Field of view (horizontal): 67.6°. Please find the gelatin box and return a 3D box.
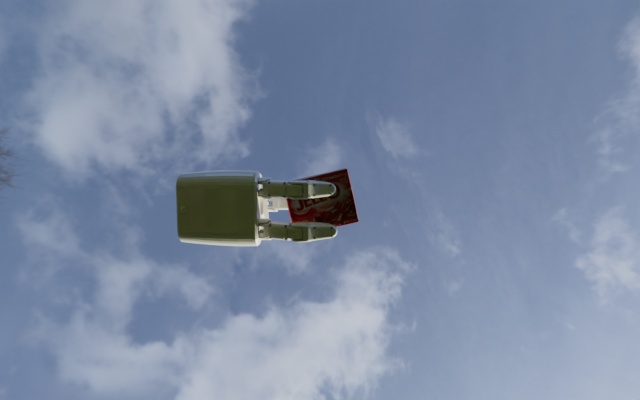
[{"bbox_3d":[0.000,0.002,0.638,0.089,0.073,0.030,-13,6,-1],"label":"gelatin box"}]
